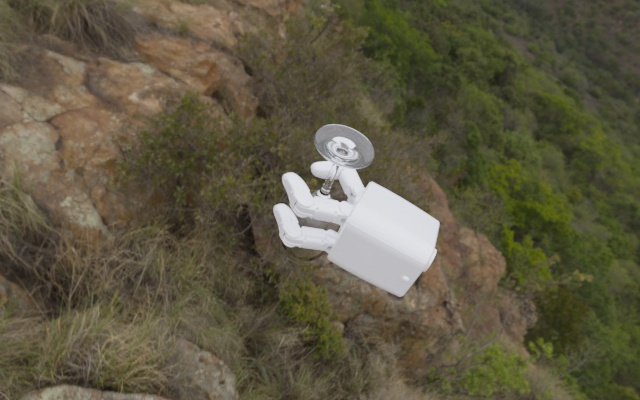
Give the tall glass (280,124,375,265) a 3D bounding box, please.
[{"bbox_3d":[0.000,0.001,0.621,0.079,0.079,0.201,0,-41,-23],"label":"tall glass"}]
